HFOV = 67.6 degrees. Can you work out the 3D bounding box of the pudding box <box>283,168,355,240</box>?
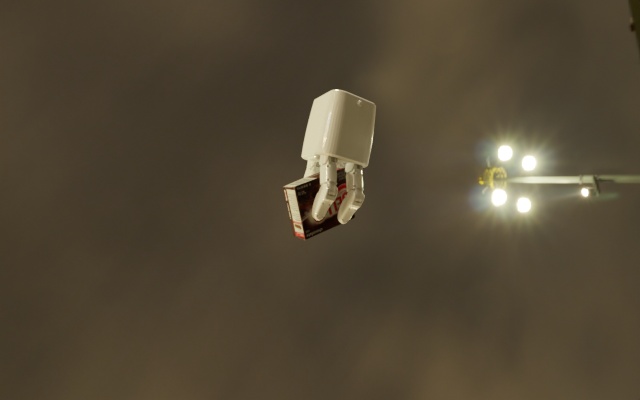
[{"bbox_3d":[0.000,0.002,0.782,0.113,0.090,0.039,-21,18,-32],"label":"pudding box"}]
